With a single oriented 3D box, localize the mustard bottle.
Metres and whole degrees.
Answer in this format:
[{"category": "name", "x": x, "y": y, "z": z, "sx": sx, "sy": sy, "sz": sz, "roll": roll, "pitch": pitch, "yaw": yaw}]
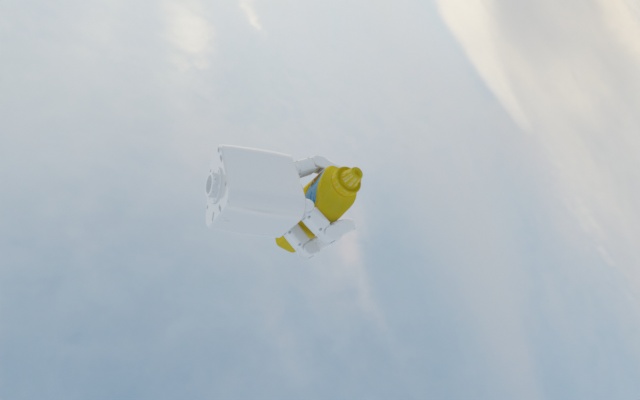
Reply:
[{"category": "mustard bottle", "x": 0.000, "y": 0.003, "z": 0.698, "sx": 0.058, "sy": 0.096, "sz": 0.192, "roll": 30, "pitch": -38, "yaw": -16}]
